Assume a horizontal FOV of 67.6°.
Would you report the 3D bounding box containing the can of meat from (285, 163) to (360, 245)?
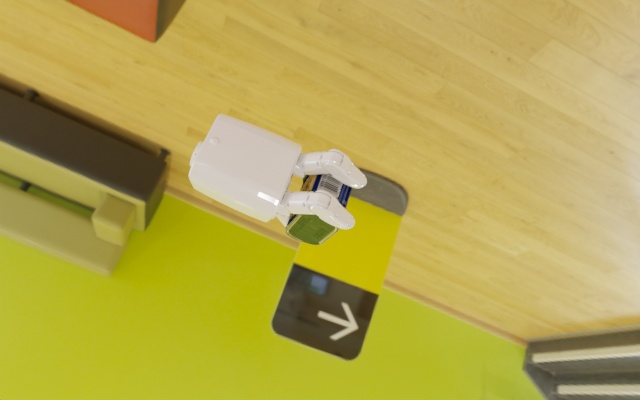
[{"bbox_3d":[0.000,0.002,0.602,0.057,0.084,0.102,25,-27,-9],"label":"can of meat"}]
